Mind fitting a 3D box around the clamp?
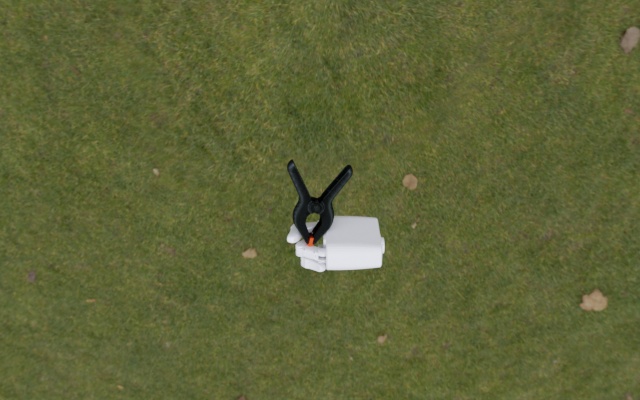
[{"bbox_3d":[0.000,0.003,0.893,0.120,0.171,0.039,-1,25,-2],"label":"clamp"}]
